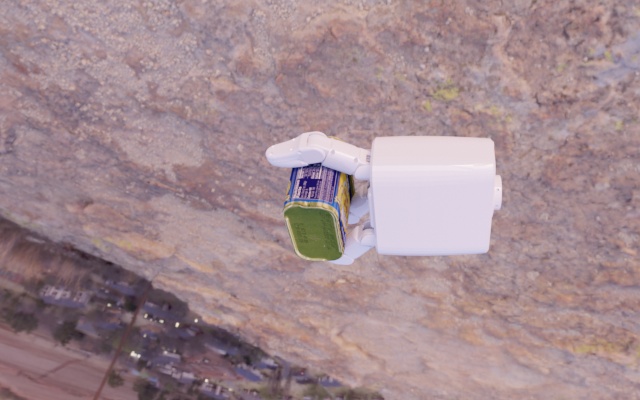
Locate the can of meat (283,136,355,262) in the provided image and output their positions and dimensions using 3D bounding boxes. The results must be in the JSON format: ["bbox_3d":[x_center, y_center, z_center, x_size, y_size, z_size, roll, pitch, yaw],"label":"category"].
[{"bbox_3d":[0.000,0.002,0.477,0.057,0.084,0.102,1,-37,11],"label":"can of meat"}]
